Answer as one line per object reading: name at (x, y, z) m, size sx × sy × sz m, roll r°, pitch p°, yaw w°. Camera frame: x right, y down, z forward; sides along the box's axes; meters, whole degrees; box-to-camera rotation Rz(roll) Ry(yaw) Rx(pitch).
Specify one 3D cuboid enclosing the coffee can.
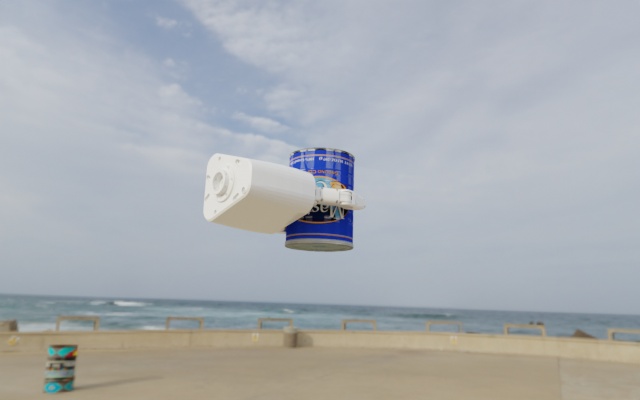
coffee can at (0.000, 0.003, 0.724) m, size 0.103 × 0.140 × 0.103 m, roll 2°, pitch -12°, yaw 0°
